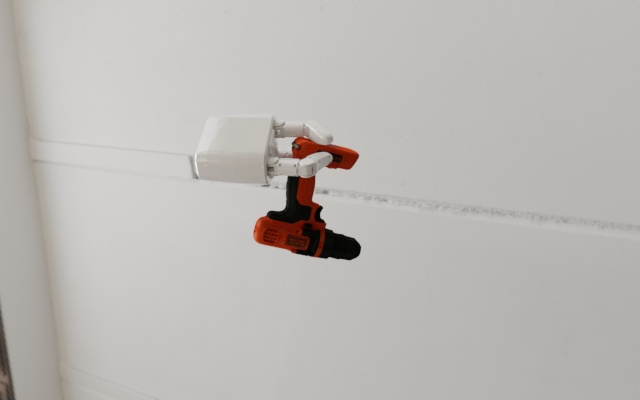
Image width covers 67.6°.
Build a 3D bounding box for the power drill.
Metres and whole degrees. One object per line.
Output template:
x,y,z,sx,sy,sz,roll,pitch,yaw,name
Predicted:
0.000,0.002,0.770,0.184,0.188,0.057,13,11,-18,power drill
